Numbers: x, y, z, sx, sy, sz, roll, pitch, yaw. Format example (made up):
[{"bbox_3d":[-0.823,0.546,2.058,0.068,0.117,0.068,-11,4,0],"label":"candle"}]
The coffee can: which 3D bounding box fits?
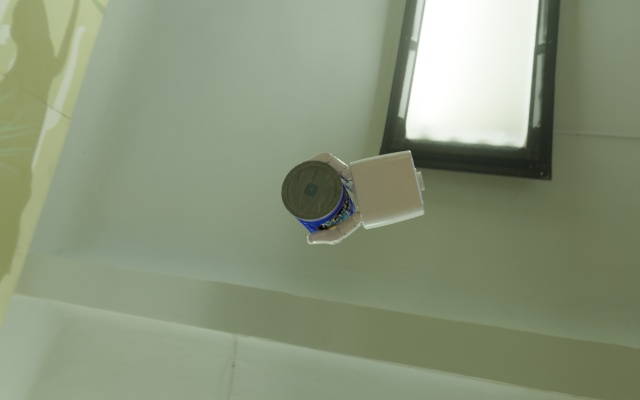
[{"bbox_3d":[0.000,0.003,0.840,0.103,0.102,0.140,0,-17,13],"label":"coffee can"}]
